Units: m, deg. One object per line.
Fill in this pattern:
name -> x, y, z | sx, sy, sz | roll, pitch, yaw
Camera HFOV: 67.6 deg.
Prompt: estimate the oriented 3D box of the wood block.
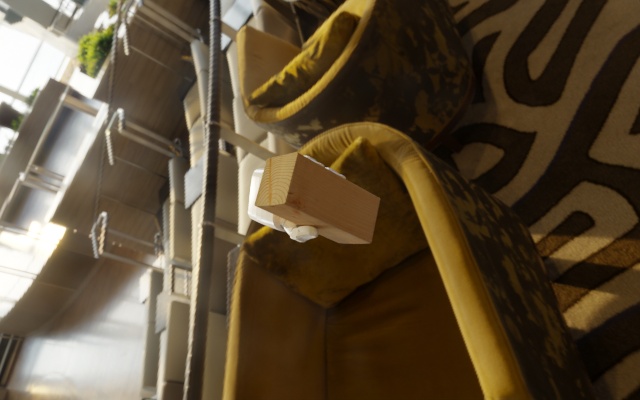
wood block -> 0.000, 0.003, 0.840 | 0.206, 0.090, 0.090 | 26, -20, -37
